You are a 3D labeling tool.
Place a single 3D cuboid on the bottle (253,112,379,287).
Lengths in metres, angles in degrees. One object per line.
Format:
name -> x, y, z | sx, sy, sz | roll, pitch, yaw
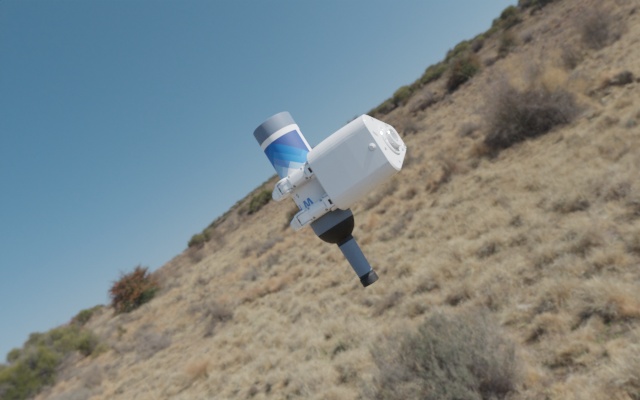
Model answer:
bottle -> 0.000, 0.002, 0.744 | 0.069, 0.295, 0.069 | -32, -4, -3
